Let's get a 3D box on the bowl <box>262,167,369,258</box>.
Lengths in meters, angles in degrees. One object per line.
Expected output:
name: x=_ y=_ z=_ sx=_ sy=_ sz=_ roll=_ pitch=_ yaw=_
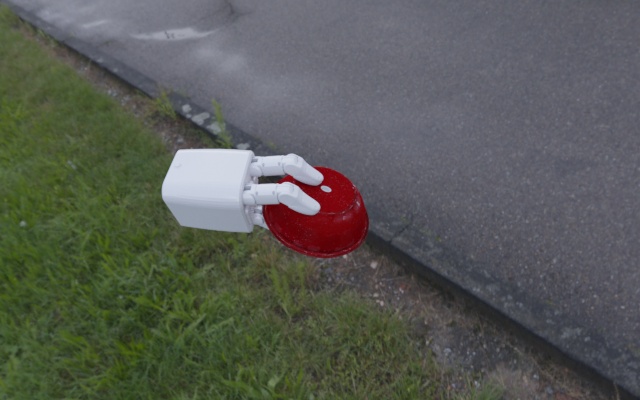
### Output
bowl: x=0.001 y=0.002 z=0.687 sx=0.162 sy=0.162 sz=0.055 roll=0 pitch=-42 yaw=-18
